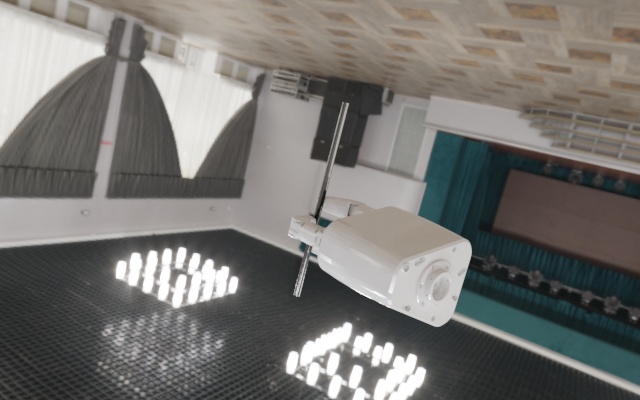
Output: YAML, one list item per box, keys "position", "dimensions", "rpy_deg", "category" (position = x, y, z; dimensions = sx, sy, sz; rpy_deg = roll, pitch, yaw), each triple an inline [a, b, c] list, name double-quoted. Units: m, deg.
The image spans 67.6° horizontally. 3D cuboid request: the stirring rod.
- position: [0.000, 0.002, 0.572]
  dimensions: [0.011, 0.239, 0.011]
  rpy_deg: [14, 8, -2]
  category: "stirring rod"
